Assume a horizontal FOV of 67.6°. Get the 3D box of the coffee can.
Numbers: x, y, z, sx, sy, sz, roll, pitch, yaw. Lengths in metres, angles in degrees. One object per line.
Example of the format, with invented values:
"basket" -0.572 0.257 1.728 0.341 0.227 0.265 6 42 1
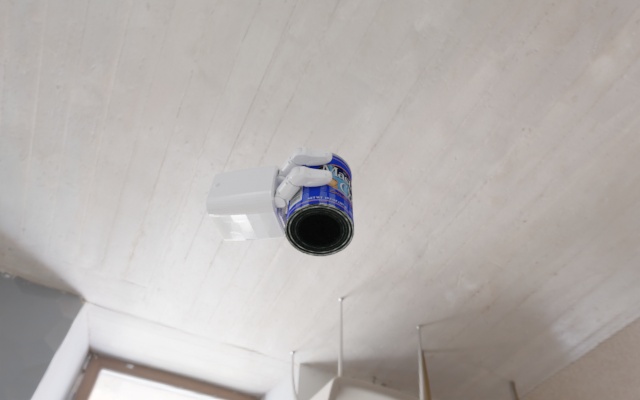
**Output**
"coffee can" 0.000 0.002 0.750 0.103 0.103 0.140 0 38 2
